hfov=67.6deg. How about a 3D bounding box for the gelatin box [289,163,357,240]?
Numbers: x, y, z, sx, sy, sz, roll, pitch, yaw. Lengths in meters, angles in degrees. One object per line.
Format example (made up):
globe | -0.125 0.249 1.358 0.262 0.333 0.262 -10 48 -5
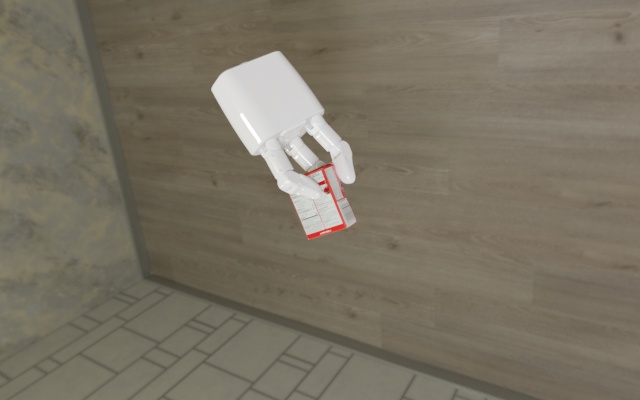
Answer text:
gelatin box | 0.000 0.003 0.655 0.073 0.089 0.030 -21 2 40
